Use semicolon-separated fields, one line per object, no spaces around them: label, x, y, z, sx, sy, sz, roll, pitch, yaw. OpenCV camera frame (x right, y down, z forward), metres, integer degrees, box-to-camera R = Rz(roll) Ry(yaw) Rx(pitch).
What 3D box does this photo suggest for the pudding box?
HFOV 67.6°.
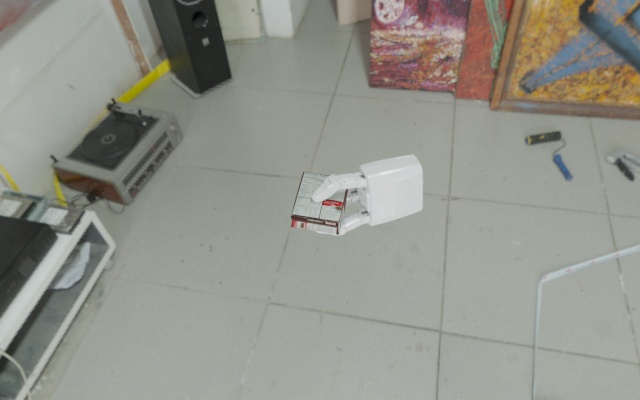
pudding box;0.000;0.003;0.873;0.090;0.113;0.039;8;-41;7
